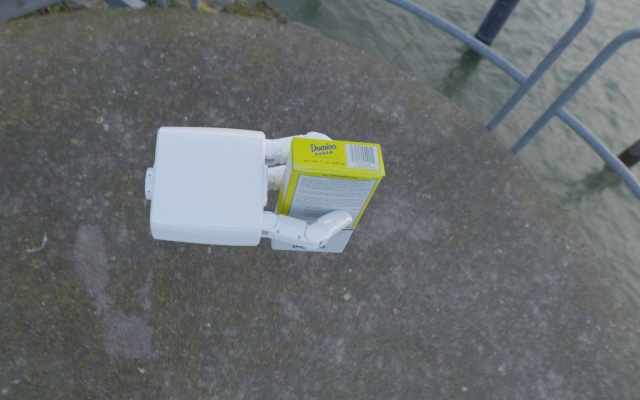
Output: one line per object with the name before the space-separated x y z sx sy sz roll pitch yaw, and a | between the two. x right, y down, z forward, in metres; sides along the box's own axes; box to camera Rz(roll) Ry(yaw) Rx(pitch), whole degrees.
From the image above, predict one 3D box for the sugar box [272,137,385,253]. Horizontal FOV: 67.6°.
sugar box | 0.000 0.001 0.535 0.093 0.048 0.176 4 -30 -12
